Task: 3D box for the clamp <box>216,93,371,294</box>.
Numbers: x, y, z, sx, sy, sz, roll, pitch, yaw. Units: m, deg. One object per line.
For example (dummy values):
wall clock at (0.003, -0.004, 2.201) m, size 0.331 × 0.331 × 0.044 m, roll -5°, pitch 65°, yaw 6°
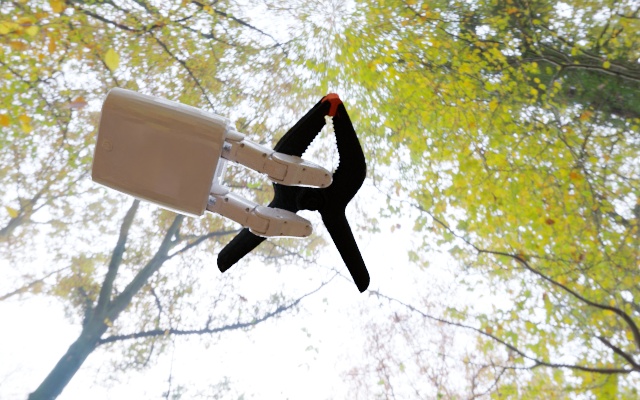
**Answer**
clamp at (0.000, 0.001, 0.477) m, size 0.164 × 0.210 × 0.036 m, roll 16°, pitch 21°, yaw -12°
